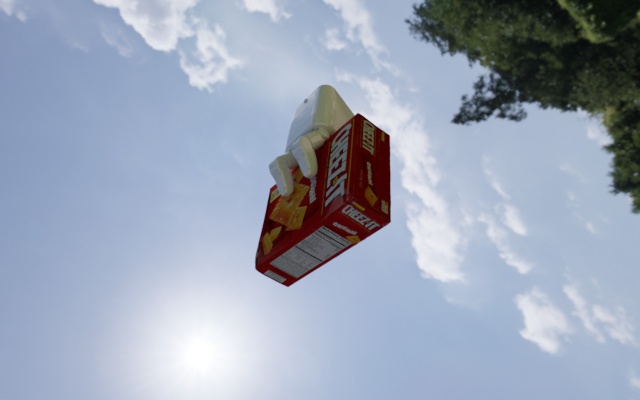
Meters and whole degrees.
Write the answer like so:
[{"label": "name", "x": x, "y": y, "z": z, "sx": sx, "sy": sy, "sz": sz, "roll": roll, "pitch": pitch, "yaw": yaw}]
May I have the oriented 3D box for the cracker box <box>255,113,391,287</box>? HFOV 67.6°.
[{"label": "cracker box", "x": 0.000, "y": 0.002, "z": 0.672, "sx": 0.072, "sy": 0.164, "sz": 0.214, "roll": 31, "pitch": -47, "yaw": -25}]
